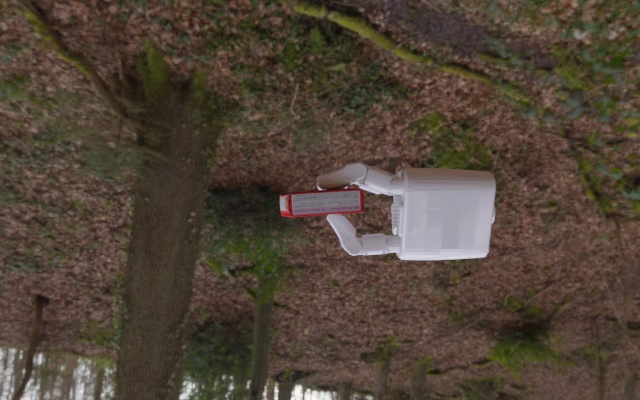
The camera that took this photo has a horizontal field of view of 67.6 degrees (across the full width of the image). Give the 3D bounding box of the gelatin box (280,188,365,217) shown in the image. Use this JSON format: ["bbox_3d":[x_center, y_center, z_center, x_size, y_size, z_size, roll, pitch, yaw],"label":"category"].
[{"bbox_3d":[0.000,0.002,0.571,0.089,0.030,0.073,-5,1,-13],"label":"gelatin box"}]
